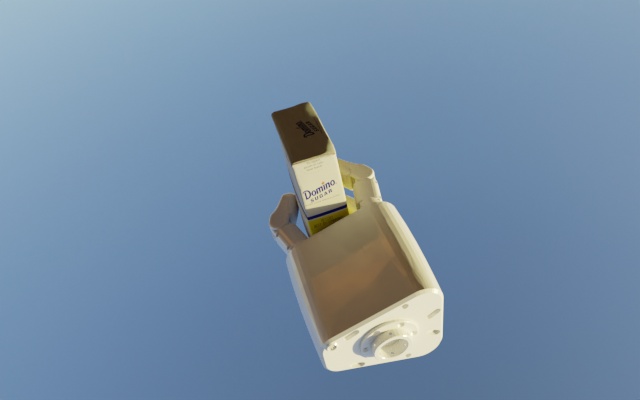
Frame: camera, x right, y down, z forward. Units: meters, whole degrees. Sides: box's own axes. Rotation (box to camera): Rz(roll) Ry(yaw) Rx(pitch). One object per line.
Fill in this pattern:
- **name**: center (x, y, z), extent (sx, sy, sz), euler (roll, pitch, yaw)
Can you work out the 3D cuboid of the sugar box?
- **sugar box**: center (0.001, 0.002, 0.476), extent (0.048, 0.176, 0.093), euler (-17, 42, -6)
